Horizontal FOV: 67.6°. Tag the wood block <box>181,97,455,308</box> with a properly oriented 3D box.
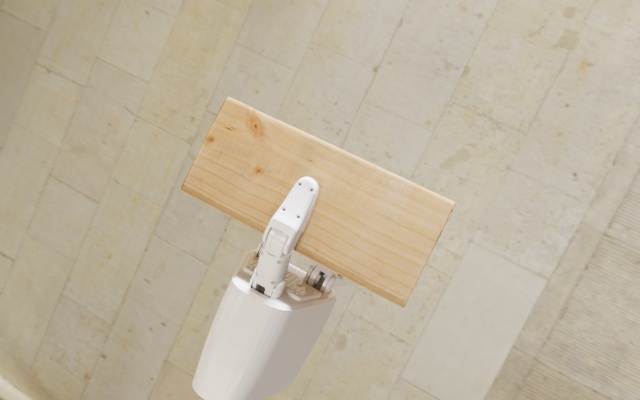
[{"bbox_3d":[0.000,0.002,0.418,0.206,0.090,0.091,26,-1,12],"label":"wood block"}]
